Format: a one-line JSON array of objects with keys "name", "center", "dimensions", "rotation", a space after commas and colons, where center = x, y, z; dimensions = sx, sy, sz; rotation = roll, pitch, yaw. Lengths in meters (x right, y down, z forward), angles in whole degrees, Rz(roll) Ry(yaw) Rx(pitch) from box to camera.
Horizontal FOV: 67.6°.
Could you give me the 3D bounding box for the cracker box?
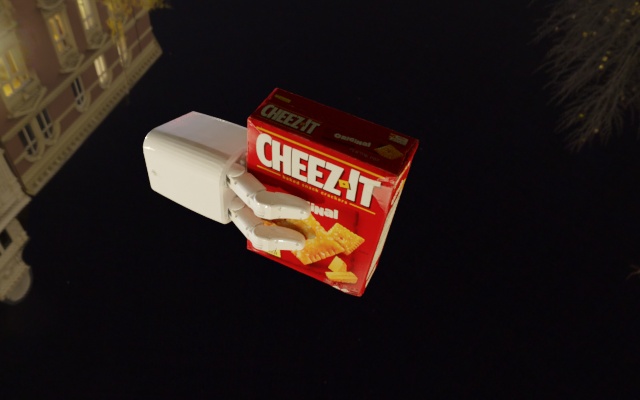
[{"name": "cracker box", "center": [0.000, 0.002, 0.547], "dimensions": [0.164, 0.214, 0.072], "rotation": [22, 48, 12]}]
